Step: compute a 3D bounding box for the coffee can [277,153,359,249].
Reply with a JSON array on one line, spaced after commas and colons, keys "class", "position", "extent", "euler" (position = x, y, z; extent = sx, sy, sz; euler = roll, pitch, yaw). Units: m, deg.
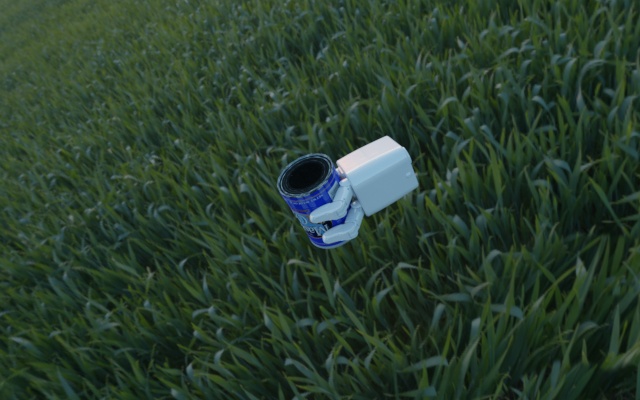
[{"class": "coffee can", "position": [0.000, 0.003, 0.841], "extent": [0.103, 0.102, 0.140], "euler": [0, -42, 31]}]
